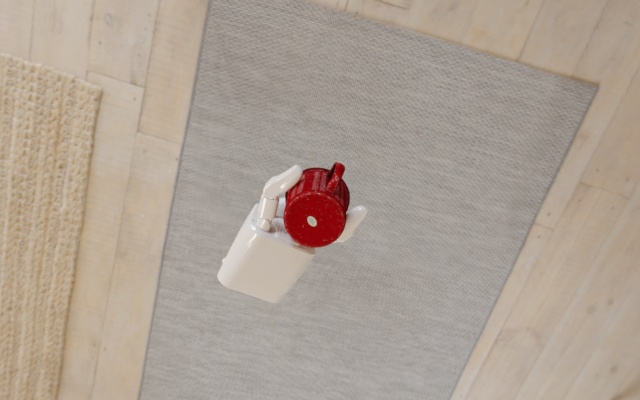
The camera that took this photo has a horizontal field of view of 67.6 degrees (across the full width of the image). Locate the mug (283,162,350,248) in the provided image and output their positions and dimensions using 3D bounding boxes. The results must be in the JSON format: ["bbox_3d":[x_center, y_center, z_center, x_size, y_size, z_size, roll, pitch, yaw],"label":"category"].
[{"bbox_3d":[0.001,0.001,0.639,0.093,0.117,0.081,30,20,-9],"label":"mug"}]
